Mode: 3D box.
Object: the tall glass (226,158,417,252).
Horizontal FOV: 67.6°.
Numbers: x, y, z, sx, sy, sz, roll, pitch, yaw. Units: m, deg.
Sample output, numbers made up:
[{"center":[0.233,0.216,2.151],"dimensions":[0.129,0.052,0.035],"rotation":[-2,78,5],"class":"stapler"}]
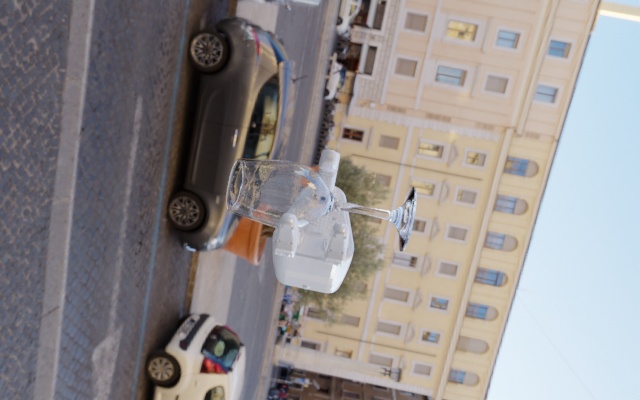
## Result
[{"center":[0.001,0.002,0.536],"dimensions":[0.201,0.079,0.079],"rotation":[11,0,2],"class":"tall glass"}]
